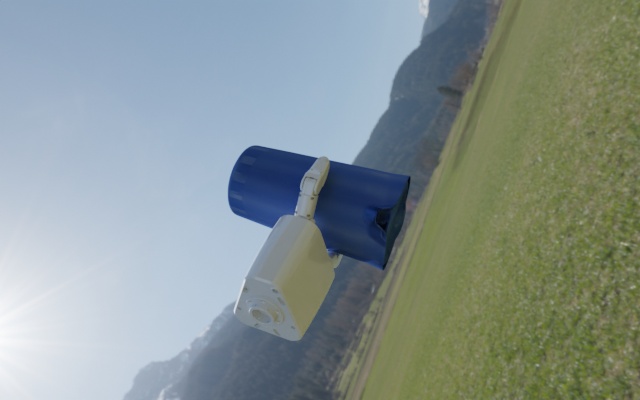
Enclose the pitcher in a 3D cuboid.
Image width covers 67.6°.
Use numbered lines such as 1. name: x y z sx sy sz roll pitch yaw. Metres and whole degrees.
1. pitcher: 0.000 0.002 0.687 0.243 0.149 0.145 16 45 14
